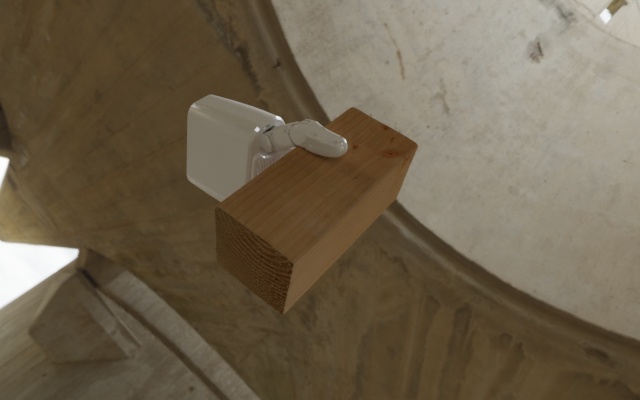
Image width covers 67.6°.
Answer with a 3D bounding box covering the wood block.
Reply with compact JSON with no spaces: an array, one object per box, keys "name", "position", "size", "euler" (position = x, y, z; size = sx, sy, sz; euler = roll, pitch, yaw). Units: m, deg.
[{"name":"wood block","position":[0.000,0.001,0.484],"size":[0.090,0.091,0.206],"euler":[34,52,19]}]
